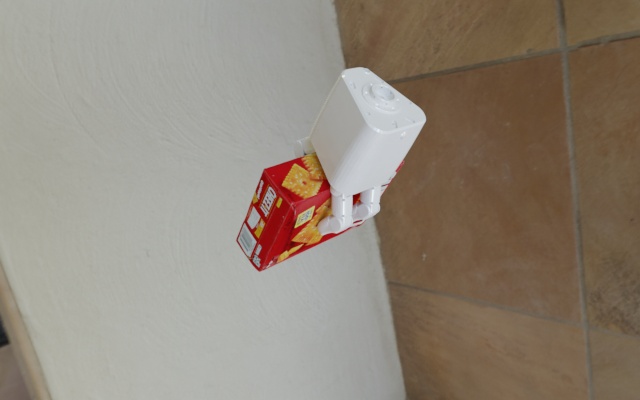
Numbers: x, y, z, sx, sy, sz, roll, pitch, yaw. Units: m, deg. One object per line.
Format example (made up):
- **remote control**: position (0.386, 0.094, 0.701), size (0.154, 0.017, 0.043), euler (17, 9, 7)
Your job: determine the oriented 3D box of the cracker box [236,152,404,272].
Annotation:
- **cracker box**: position (0.000, 0.002, 0.685), size (0.213, 0.072, 0.164), euler (-21, -27, -37)
